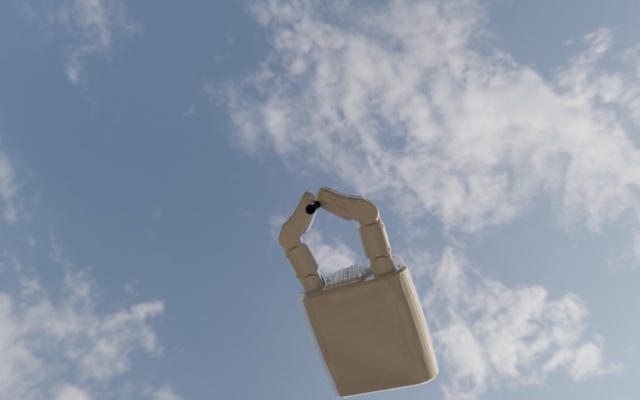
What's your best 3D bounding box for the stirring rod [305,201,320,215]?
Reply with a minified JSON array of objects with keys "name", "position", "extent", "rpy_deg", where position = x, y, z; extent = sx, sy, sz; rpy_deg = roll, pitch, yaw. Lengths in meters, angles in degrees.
[{"name":"stirring rod","position":[0.000,0.002,0.495],"extent":[0.011,0.011,0.239],"rpy_deg":[0,3,4]}]
